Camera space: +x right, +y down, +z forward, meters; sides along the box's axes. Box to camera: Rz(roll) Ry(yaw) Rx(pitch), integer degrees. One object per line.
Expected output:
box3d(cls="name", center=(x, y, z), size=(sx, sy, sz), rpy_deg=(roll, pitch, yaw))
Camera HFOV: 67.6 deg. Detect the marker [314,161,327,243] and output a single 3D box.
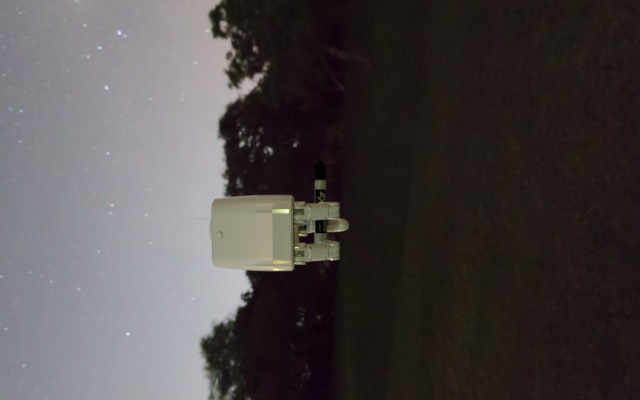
box3d(cls="marker", center=(0.000, 0.002, 0.697), size=(0.020, 0.121, 0.020), rpy_deg=(0, 3, 0))
